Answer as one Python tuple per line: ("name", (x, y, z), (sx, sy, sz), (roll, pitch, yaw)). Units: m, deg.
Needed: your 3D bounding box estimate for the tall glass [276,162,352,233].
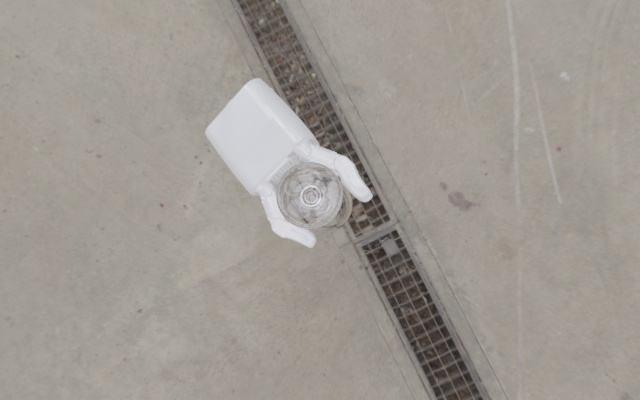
("tall glass", (0.000, 0.002, 0.622), (0.079, 0.079, 0.201), (0, -5, 8))
